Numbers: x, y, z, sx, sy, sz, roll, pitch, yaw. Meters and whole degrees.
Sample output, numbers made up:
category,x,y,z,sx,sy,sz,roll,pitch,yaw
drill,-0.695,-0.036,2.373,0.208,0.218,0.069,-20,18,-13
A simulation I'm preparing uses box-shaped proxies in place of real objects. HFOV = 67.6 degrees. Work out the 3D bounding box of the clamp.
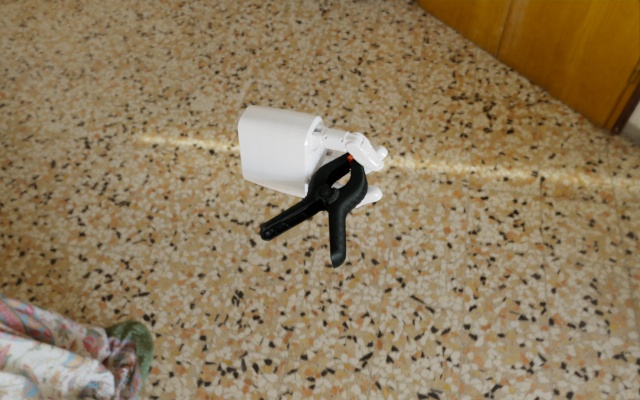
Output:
category,x,y,z,sx,sy,sz,roll,pitch,yaw
clamp,0.000,0.002,0.615,0.120,0.171,0.039,13,-35,19
